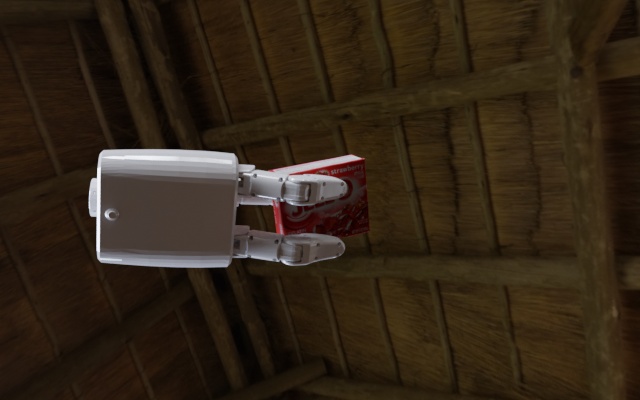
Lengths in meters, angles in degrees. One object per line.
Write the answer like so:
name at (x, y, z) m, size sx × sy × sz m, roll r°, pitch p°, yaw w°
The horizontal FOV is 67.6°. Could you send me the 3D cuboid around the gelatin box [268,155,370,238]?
gelatin box at (0.000, 0.001, 0.447) m, size 0.089 × 0.073 × 0.030 m, roll -12°, pitch 19°, yaw -20°
